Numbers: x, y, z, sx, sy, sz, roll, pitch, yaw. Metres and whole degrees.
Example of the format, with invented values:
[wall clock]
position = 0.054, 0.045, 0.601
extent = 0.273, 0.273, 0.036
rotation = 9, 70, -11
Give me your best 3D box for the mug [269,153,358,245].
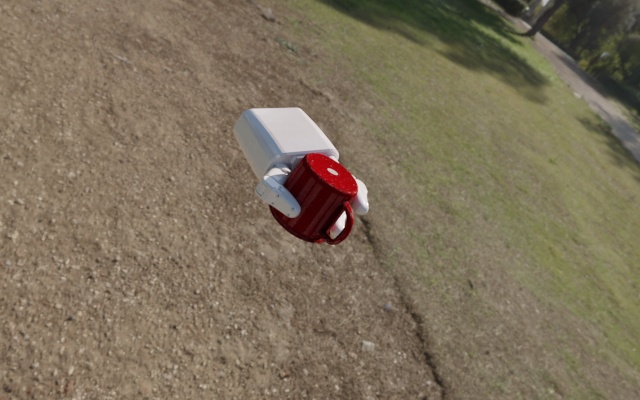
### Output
[mug]
position = 0.001, 0.003, 0.599
extent = 0.093, 0.081, 0.117
rotation = 6, 39, -46
